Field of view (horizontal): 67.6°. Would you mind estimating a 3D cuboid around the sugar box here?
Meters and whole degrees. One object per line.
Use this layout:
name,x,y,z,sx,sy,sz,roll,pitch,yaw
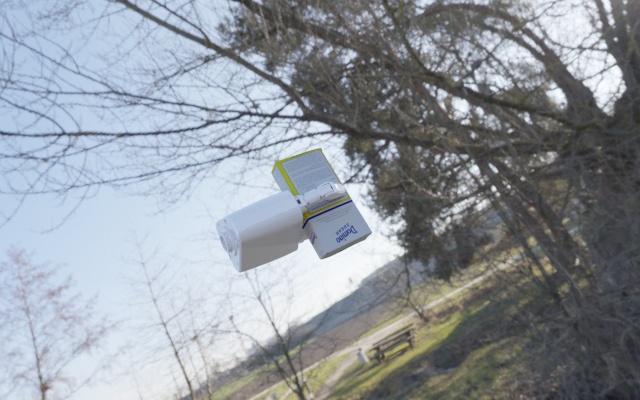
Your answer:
sugar box,0.000,0.003,0.792,0.093,0.176,0.048,-21,-16,-26
